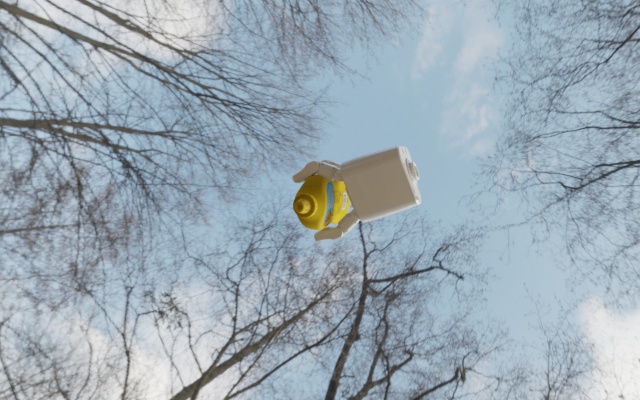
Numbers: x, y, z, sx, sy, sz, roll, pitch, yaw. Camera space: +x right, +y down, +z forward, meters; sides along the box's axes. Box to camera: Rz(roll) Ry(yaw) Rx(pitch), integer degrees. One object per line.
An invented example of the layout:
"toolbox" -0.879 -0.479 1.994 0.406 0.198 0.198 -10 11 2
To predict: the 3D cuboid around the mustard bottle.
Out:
"mustard bottle" 0.000 0.003 0.853 0.058 0.096 0.191 9 8 20
